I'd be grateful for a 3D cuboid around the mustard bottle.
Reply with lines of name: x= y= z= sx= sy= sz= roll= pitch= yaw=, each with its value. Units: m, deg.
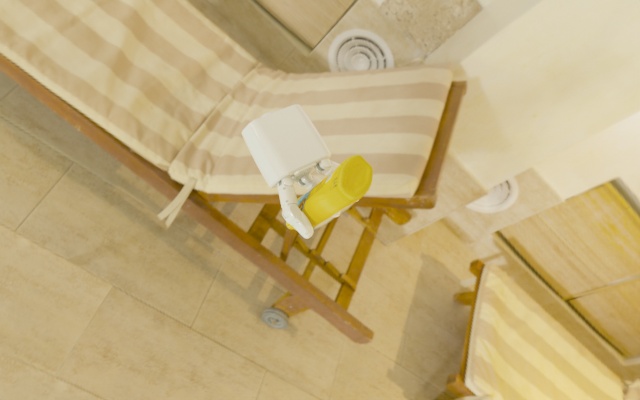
mustard bottle: x=0.000 y=0.003 z=0.787 sx=0.192 sy=0.058 sz=0.096 roll=-36 pitch=16 yaw=44
